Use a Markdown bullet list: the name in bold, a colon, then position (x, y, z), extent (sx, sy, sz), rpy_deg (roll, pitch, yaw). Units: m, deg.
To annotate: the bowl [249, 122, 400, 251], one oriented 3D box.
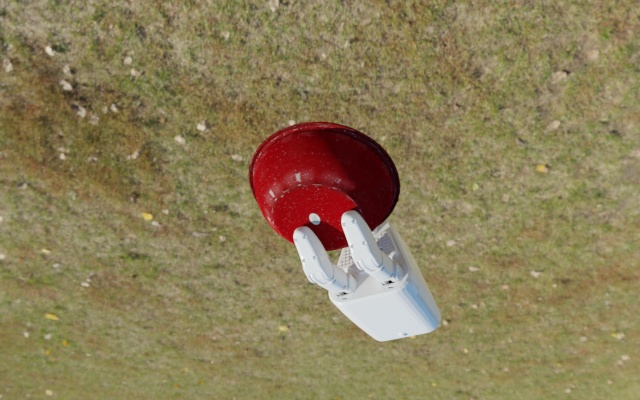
- **bowl**: position (-0.001, 0.001, 0.489), extent (0.162, 0.162, 0.055), rpy_deg (0, 41, 10)
